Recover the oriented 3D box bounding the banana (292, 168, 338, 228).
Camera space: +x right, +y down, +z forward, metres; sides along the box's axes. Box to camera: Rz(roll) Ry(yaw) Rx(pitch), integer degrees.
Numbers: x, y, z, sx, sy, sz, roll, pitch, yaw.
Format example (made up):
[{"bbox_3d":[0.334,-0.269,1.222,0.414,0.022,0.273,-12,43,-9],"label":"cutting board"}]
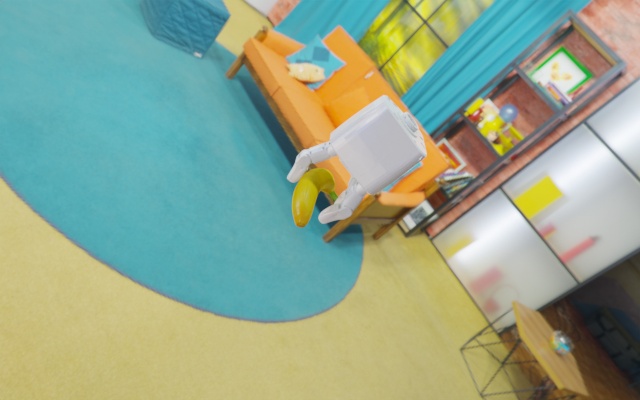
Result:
[{"bbox_3d":[-0.008,-0.015,0.765,0.037,0.069,0.197,-28,3,23],"label":"banana"}]
